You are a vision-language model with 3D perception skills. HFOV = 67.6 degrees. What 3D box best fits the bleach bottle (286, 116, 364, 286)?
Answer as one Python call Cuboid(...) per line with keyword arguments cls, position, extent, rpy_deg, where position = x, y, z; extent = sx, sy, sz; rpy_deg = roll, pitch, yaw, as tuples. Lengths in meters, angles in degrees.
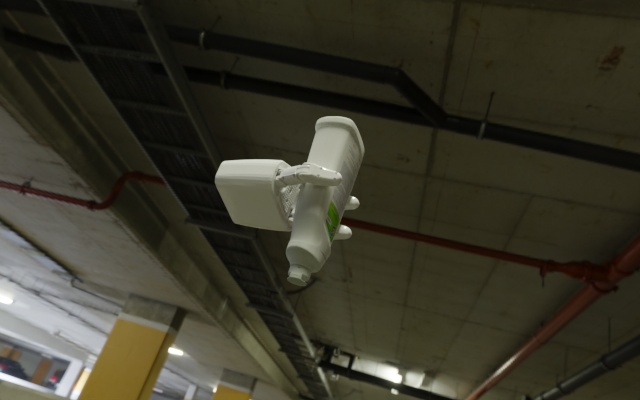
Cuboid(cls="bleach bottle", position=(0.000, 0.002, 0.707), extent=(0.068, 0.250, 0.103), rpy_deg=(4, -31, 25))
